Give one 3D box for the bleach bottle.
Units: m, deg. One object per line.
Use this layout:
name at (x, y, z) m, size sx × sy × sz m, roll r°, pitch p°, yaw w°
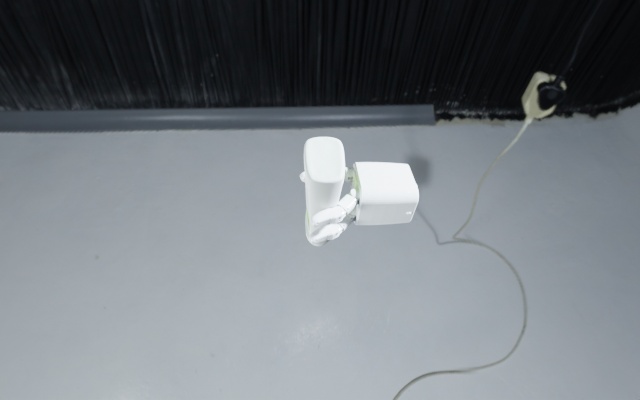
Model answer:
bleach bottle at (0.000, 0.003, 0.887) m, size 0.068 × 0.102 × 0.251 m, roll 0°, pitch -35°, yaw -4°
